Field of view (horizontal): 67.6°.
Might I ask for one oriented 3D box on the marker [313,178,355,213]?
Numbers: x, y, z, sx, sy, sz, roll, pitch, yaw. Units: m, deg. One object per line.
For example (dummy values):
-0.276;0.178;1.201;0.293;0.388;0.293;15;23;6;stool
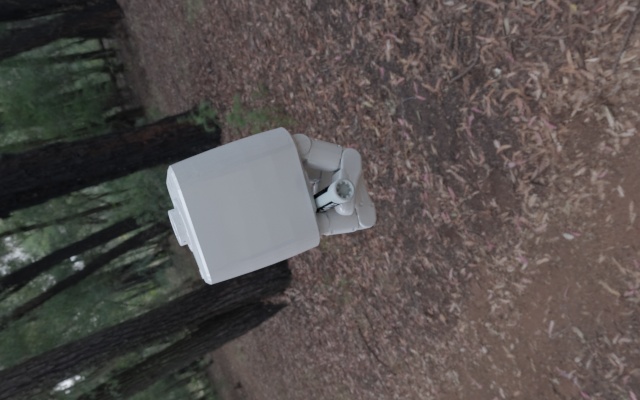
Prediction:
0.000;0.001;0.436;0.020;0.020;0.121;0;-10;-19;marker
